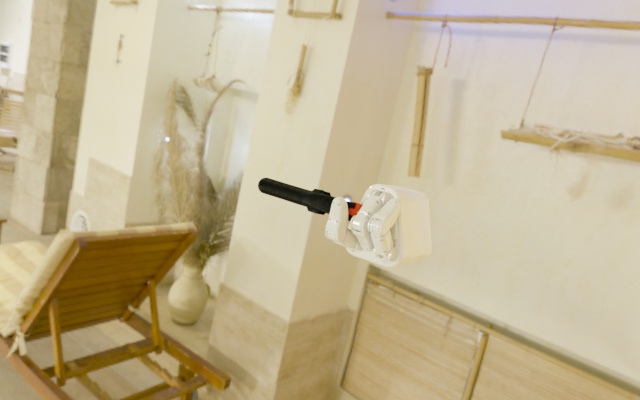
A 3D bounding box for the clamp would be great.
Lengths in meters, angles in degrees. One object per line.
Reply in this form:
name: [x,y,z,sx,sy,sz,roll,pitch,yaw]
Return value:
clamp: [0.000,0.002,0.723,0.171,0.039,0.120,20,8,37]
